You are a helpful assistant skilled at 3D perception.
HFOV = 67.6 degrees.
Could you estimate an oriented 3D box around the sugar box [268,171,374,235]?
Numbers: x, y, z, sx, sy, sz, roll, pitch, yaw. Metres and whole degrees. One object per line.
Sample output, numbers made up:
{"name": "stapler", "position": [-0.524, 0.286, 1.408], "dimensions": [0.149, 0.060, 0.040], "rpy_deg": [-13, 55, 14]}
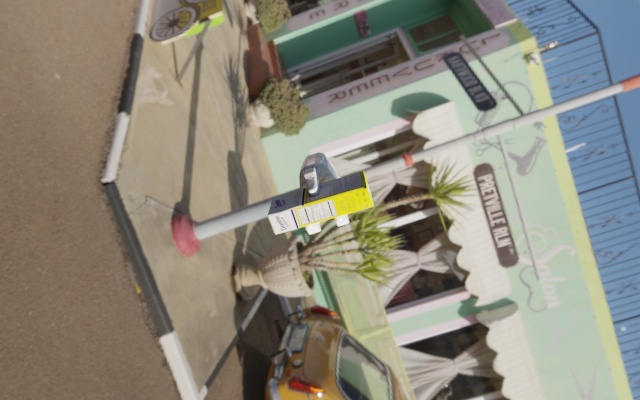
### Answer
{"name": "sugar box", "position": [0.000, 0.003, 0.837], "dimensions": [0.176, 0.048, 0.093], "rpy_deg": [-18, 19, 7]}
